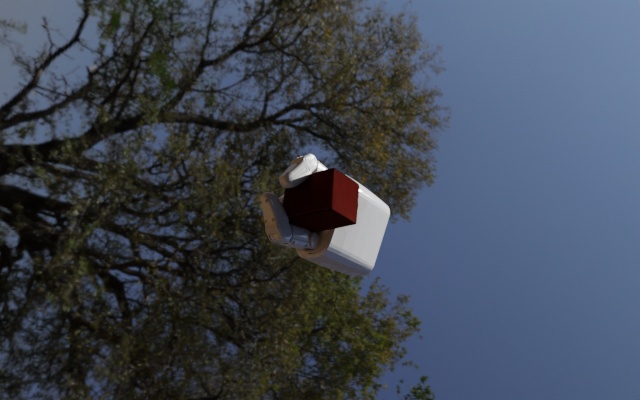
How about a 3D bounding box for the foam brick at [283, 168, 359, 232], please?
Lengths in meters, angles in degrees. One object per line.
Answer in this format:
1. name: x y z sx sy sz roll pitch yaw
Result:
1. foam brick: 0.000 0.002 0.563 0.078 0.053 0.051 -13 -30 39
